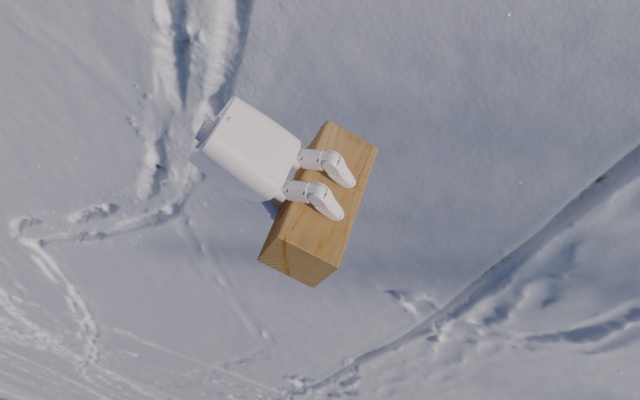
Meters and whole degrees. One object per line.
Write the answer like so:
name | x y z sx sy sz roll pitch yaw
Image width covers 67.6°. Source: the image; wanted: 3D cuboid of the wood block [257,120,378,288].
wood block | 0.000 0.002 0.669 0.090 0.206 0.091 28 -33 -9
